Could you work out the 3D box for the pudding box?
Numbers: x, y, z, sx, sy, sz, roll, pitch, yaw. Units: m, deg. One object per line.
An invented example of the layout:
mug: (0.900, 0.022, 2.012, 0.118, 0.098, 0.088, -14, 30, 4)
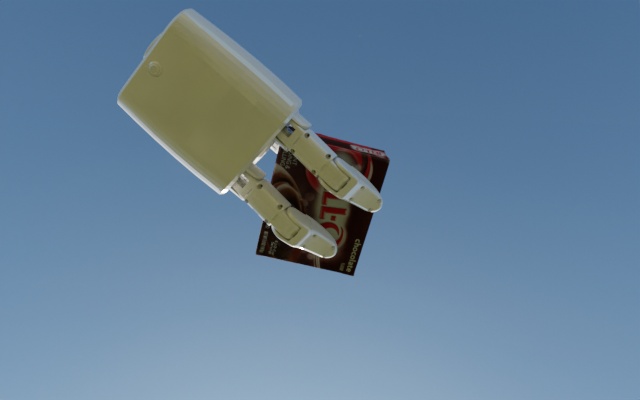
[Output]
pudding box: (0.000, 0.001, 0.413, 0.090, 0.113, 0.039, 13, 22, -4)
